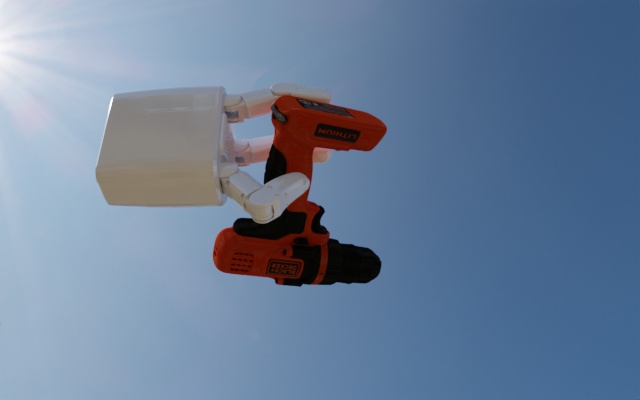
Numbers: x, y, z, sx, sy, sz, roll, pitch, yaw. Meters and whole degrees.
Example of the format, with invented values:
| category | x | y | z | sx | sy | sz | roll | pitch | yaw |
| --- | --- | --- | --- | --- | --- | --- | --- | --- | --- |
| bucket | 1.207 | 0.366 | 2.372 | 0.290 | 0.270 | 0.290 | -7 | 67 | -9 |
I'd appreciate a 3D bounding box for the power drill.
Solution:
| category | x | y | z | sx | sy | sz | roll | pitch | yaw |
| --- | --- | --- | --- | --- | --- | --- | --- | --- | --- |
| power drill | 0.000 | 0.001 | 0.475 | 0.184 | 0.188 | 0.057 | 8 | 22 | -23 |
